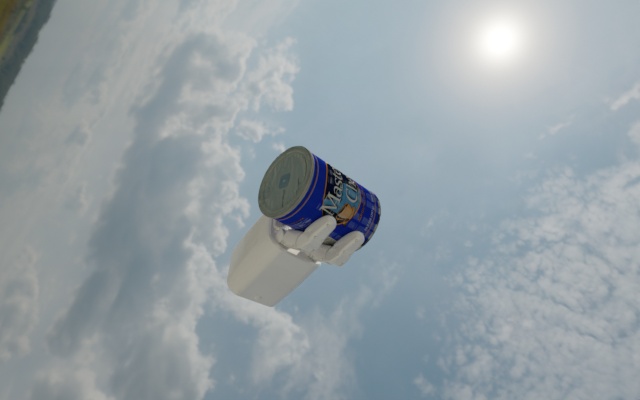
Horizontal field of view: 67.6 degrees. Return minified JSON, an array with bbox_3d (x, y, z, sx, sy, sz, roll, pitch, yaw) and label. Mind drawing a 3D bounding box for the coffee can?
[{"bbox_3d":[0.000,0.002,0.659,0.140,0.102,0.103,30,-19,-36],"label":"coffee can"}]
